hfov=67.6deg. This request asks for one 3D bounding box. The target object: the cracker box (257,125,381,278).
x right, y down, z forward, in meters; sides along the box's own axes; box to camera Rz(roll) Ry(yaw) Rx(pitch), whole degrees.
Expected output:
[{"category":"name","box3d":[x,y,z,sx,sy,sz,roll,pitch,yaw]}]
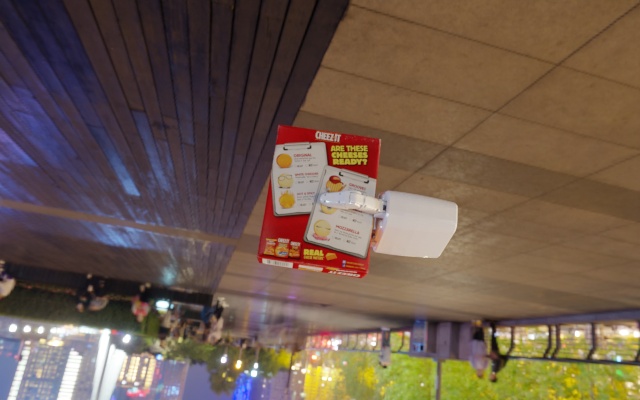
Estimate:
[{"category":"cracker box","box3d":[0.000,0.003,0.741,0.164,0.213,0.072,8,-18,-2]}]
